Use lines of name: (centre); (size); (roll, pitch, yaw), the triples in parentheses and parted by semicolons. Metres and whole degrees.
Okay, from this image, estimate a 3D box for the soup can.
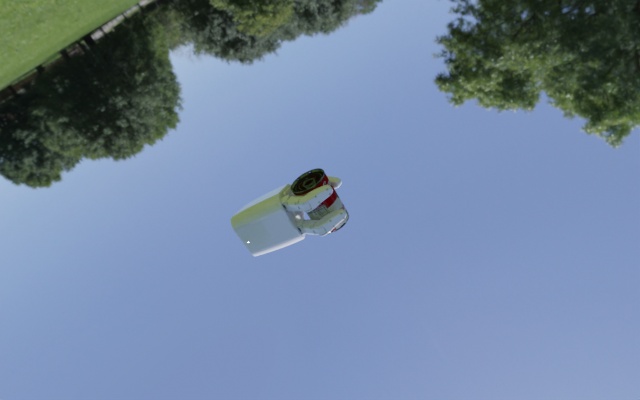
soup can: (0.001, 0.003, 0.859); (0.068, 0.102, 0.068); (-24, 28, 14)
